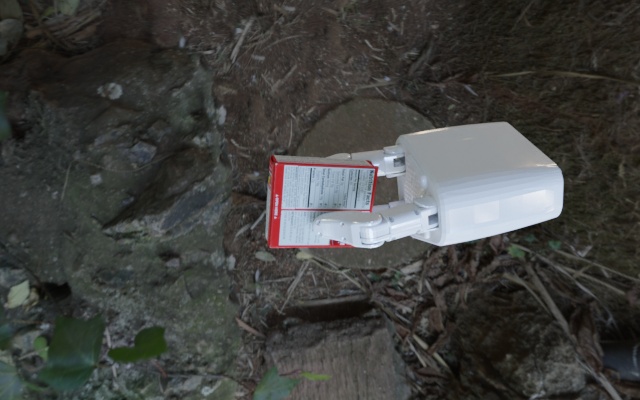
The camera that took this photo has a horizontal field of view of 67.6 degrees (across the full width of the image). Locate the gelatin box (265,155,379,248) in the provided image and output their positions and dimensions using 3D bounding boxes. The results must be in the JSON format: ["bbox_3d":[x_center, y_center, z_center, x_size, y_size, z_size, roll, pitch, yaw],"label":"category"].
[{"bbox_3d":[0.000,0.001,0.403,0.089,0.073,0.030,1,18,-15],"label":"gelatin box"}]
